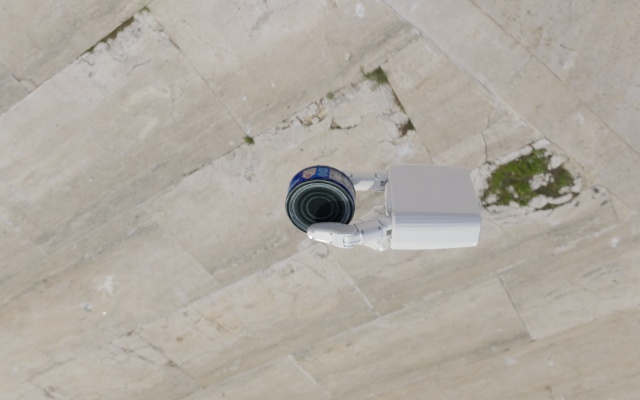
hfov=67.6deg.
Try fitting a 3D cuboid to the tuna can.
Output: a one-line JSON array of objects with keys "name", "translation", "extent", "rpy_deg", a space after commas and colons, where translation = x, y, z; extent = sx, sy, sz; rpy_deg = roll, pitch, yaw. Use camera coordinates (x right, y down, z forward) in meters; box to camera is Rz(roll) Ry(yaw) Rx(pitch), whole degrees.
[{"name": "tuna can", "translation": [0.000, 0.002, 0.584], "extent": [0.086, 0.086, 0.033], "rpy_deg": [0, 33, 5]}]
